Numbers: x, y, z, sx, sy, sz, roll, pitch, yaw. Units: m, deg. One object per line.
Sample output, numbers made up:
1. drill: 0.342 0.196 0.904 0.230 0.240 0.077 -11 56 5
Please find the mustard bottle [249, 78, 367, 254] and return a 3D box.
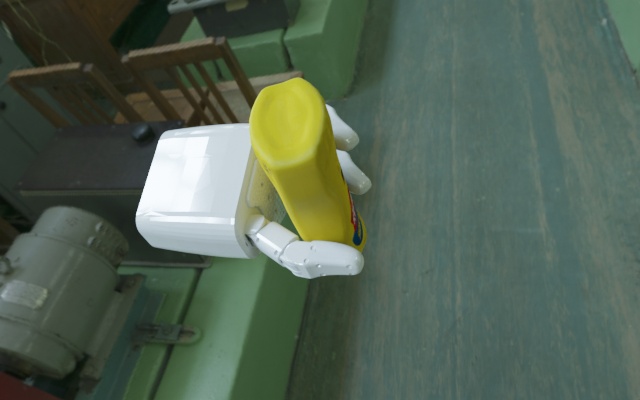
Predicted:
1. mustard bottle: 0.000 0.001 0.400 0.058 0.096 0.192 -17 -43 4
